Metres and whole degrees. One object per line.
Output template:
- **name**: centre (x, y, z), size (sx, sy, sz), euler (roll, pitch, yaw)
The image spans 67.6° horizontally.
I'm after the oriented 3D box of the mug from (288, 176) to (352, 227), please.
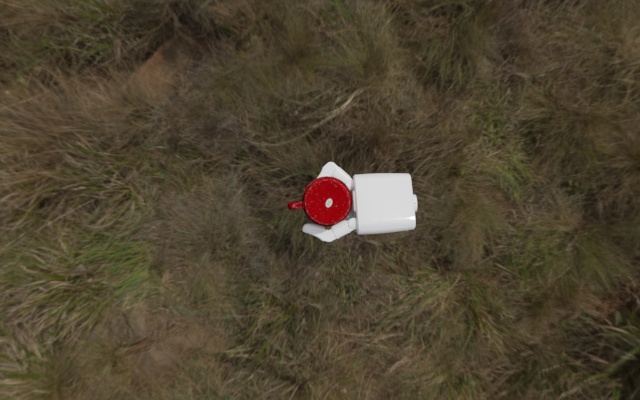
- **mug**: centre (-0.001, 0.003, 0.842), size (0.117, 0.093, 0.081), euler (-4, 1, 0)
